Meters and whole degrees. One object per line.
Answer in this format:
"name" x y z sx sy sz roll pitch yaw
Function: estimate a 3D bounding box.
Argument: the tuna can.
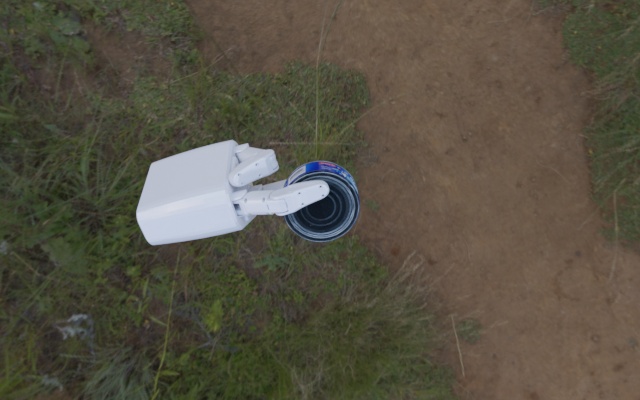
"tuna can" 0.000 0.002 0.525 0.086 0.086 0.033 0 23 -2
